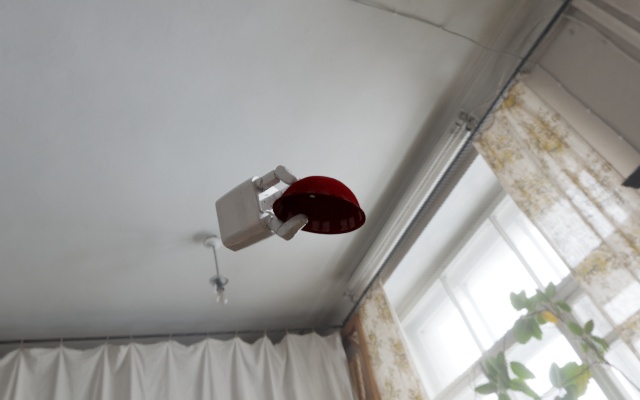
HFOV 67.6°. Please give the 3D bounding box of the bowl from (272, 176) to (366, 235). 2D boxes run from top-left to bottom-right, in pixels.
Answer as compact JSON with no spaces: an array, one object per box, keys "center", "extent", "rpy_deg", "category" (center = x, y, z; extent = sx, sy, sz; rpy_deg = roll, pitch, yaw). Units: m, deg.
[{"center":[0.001,0.002,0.829],"extent":[0.162,0.055,0.162],"rpy_deg":[6,-27,3],"category":"bowl"}]
